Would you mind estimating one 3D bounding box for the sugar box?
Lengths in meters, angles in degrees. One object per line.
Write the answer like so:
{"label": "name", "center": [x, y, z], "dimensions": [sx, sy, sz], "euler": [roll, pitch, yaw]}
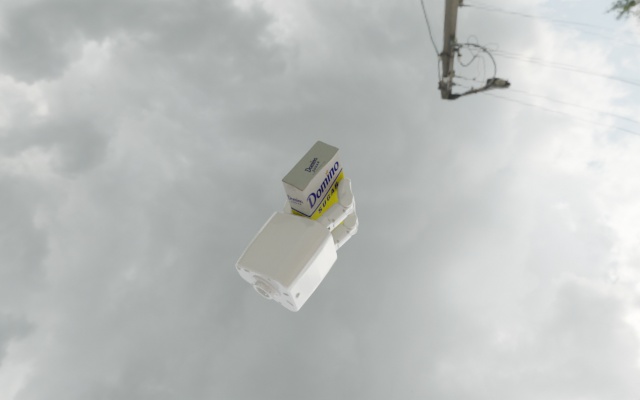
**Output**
{"label": "sugar box", "center": [0.000, 0.003, 0.747], "dimensions": [0.048, 0.093, 0.176], "euler": [26, -29, 26]}
